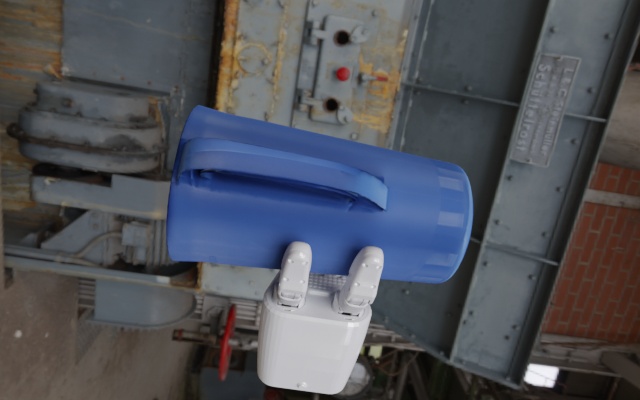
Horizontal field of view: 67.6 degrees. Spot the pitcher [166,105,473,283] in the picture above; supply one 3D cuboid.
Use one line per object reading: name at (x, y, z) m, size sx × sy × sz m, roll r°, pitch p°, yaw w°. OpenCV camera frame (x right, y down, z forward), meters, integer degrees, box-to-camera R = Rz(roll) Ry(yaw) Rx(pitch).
pitcher at (0.000, 0.001, 0.407) m, size 0.243 × 0.145 × 0.149 m, roll 9°, pitch 31°, yaw -5°
